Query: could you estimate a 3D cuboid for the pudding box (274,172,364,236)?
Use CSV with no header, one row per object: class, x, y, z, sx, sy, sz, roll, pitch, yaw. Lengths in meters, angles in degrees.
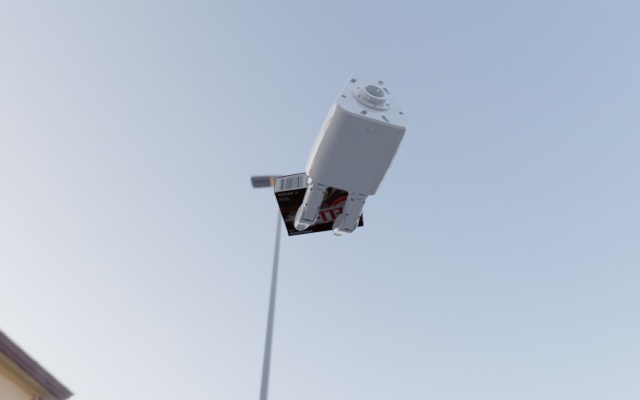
pudding box,0.000,0.002,0.664,0.113,0.090,0.039,-7,43,8
